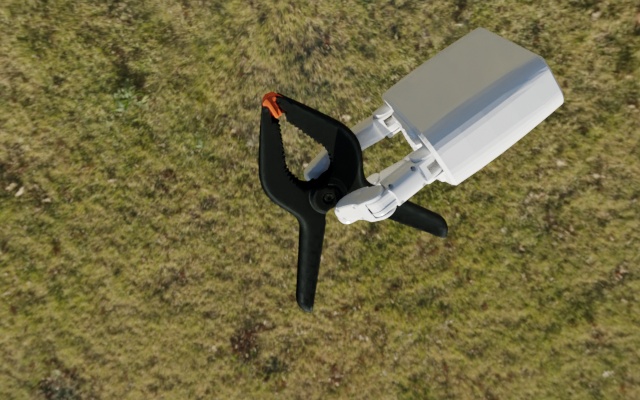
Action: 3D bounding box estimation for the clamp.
[{"bbox_3d":[0.000,0.001,0.436,0.164,0.210,0.036,-37,21,6],"label":"clamp"}]
